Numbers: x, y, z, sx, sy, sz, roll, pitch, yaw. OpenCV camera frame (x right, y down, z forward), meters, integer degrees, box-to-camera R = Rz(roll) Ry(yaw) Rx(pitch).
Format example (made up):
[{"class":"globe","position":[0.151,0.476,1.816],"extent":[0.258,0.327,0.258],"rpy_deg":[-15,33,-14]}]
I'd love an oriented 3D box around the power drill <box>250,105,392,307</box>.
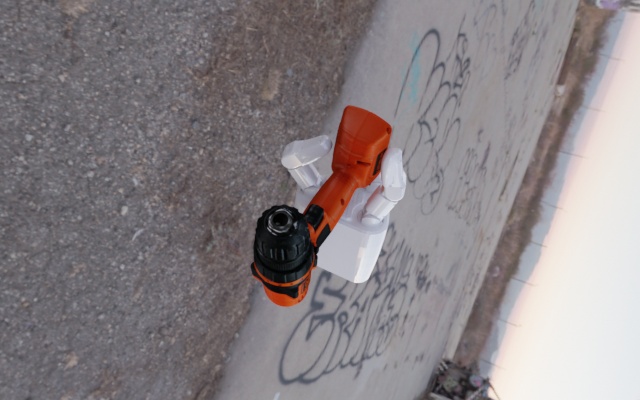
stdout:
[{"class":"power drill","position":[0.000,0.001,0.451],"extent":[0.057,0.187,0.184],"rpy_deg":[30,-24,9]}]
